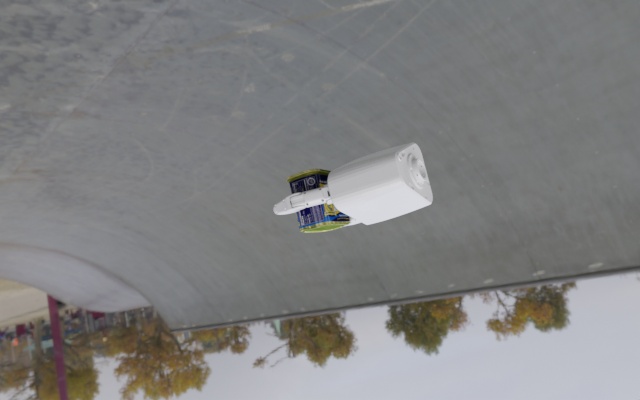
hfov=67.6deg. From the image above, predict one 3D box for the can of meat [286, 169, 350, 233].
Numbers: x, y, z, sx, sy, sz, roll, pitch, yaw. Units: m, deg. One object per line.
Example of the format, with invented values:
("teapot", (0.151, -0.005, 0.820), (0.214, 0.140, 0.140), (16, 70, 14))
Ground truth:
("can of meat", (0.000, 0.003, 0.726), (0.057, 0.084, 0.102), (-18, -10, 27))
